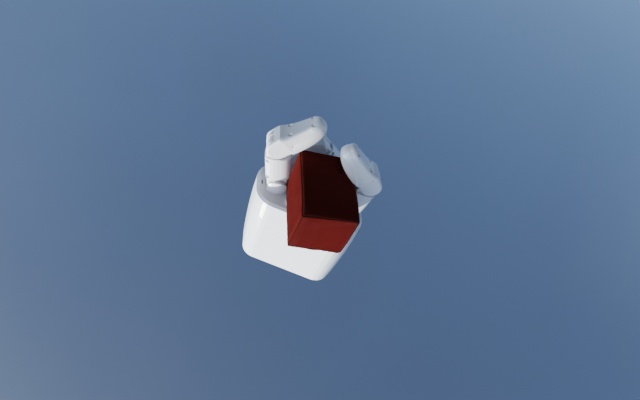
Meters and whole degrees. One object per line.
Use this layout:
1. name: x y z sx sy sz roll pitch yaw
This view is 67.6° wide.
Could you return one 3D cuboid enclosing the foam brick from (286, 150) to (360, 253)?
1. foam brick: 0.000 0.002 0.440 0.053 0.078 0.051 10 -41 -16
